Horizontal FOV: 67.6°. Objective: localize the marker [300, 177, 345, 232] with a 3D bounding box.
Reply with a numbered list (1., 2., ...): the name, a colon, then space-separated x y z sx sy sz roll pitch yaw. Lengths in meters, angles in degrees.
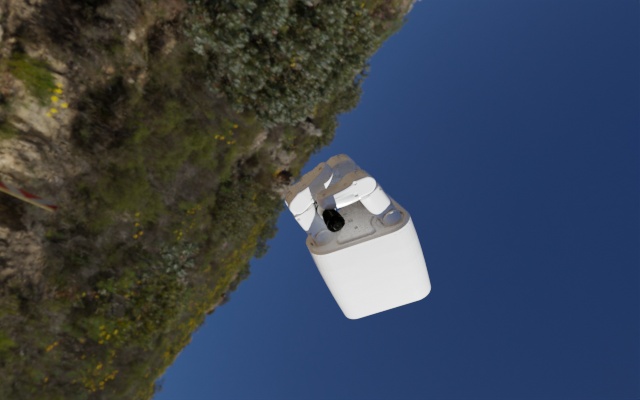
1. marker: 0.000 0.002 0.508 0.020 0.020 0.121 0 22 -17
